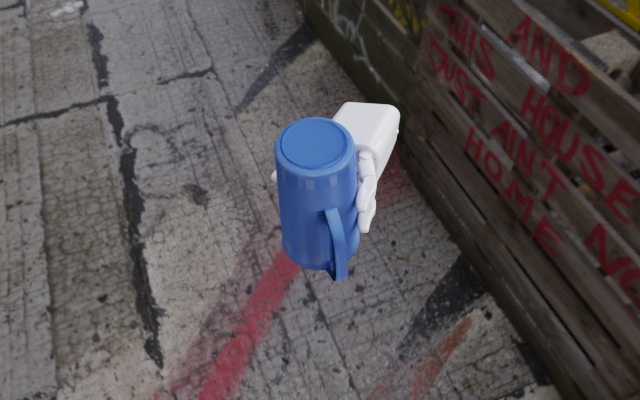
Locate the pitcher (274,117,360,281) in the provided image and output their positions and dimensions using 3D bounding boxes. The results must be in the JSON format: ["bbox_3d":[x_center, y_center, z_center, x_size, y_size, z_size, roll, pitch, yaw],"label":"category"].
[{"bbox_3d":[0.000,0.002,0.721,0.149,0.145,0.243,22,-32,17],"label":"pitcher"}]
